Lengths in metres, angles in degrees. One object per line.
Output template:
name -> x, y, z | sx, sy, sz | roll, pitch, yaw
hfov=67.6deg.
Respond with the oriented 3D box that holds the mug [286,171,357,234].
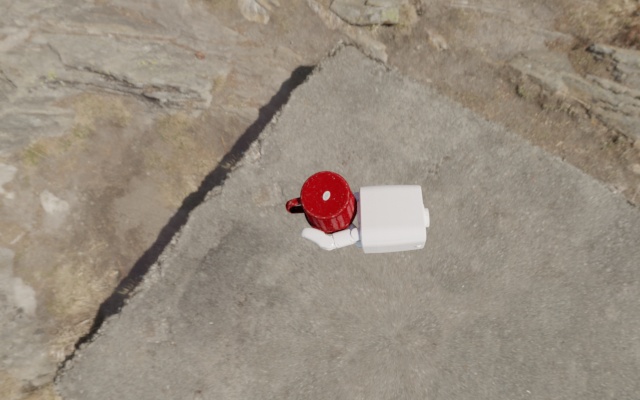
mug -> -0.001, 0.003, 0.785 | 0.117, 0.093, 0.081 | -5, -17, 6
